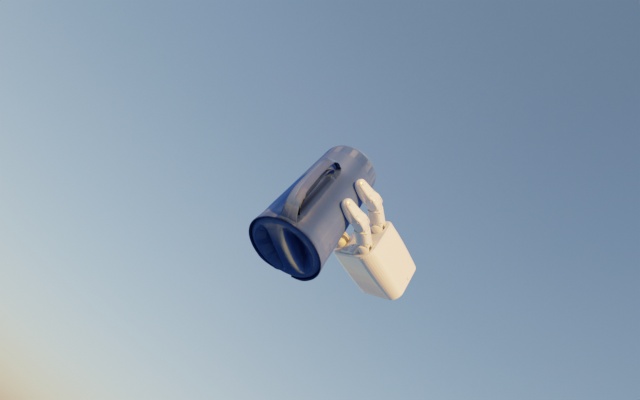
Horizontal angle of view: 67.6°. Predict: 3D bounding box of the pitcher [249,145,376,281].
[{"bbox_3d":[0.000,0.003,0.807,0.149,0.145,0.242,-18,25,45],"label":"pitcher"}]
